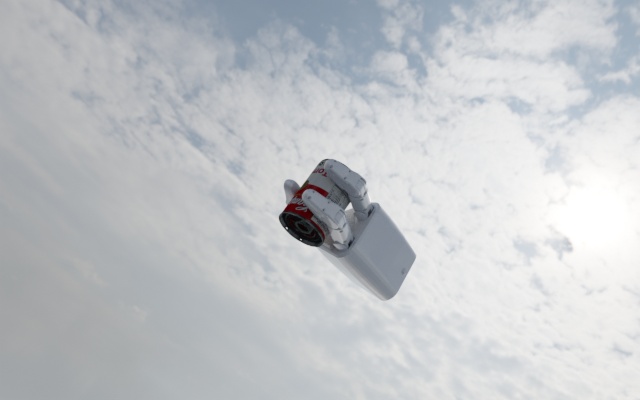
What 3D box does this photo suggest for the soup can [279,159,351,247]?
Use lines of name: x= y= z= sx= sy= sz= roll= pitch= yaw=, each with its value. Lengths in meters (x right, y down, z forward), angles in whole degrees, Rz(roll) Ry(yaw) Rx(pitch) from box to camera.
soup can: x=0.000 y=0.002 z=0.639 sx=0.068 sy=0.102 sz=0.068 roll=27 pitch=-28 yaw=16
